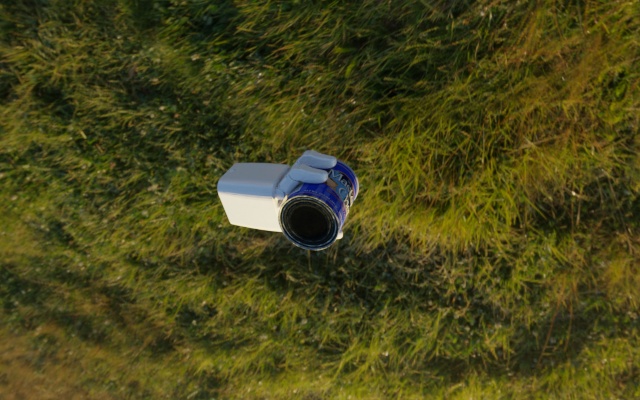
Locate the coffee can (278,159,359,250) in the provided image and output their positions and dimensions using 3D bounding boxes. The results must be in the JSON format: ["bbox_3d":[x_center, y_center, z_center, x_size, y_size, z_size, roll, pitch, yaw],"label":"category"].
[{"bbox_3d":[0.000,0.003,0.810,0.103,0.103,0.140,0,29,19],"label":"coffee can"}]
